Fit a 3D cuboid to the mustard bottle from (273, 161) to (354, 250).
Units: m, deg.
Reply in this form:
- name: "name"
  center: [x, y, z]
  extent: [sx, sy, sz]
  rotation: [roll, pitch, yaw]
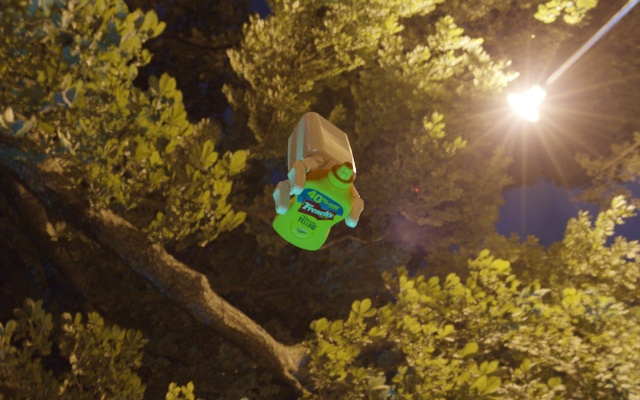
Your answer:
- name: "mustard bottle"
  center: [0.000, 0.003, 0.793]
  extent: [0.096, 0.058, 0.192]
  rotation: [32, -49, -7]
